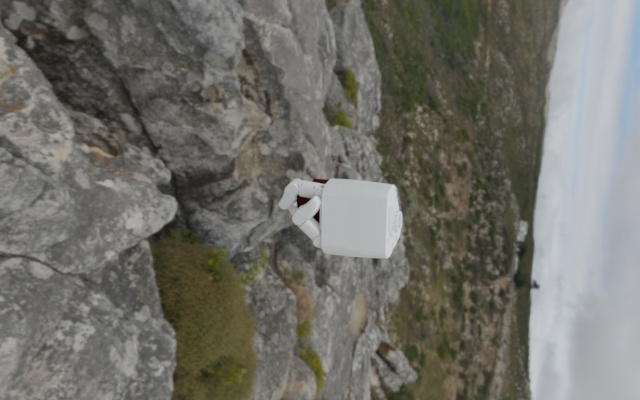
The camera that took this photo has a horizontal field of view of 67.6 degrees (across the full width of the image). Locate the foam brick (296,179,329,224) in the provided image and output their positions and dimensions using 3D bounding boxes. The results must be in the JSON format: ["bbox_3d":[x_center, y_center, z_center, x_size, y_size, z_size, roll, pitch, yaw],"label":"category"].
[{"bbox_3d":[0.000,0.002,0.804,0.051,0.053,0.078,4,27,23],"label":"foam brick"}]
